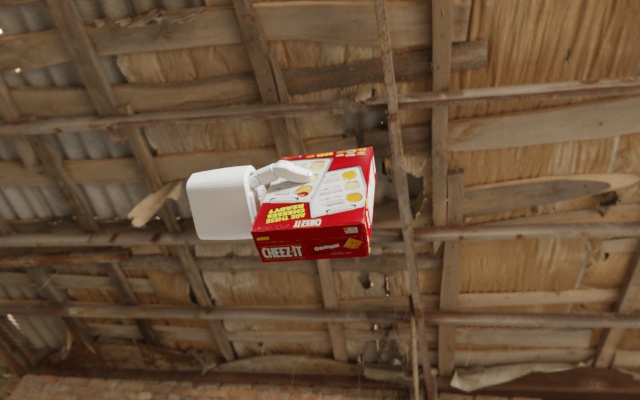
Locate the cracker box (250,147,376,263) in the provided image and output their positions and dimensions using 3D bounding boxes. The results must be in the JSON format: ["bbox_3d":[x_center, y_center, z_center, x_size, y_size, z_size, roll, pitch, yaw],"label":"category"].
[{"bbox_3d":[0.000,0.002,0.753,0.164,0.072,0.213,-5,34,14],"label":"cracker box"}]
